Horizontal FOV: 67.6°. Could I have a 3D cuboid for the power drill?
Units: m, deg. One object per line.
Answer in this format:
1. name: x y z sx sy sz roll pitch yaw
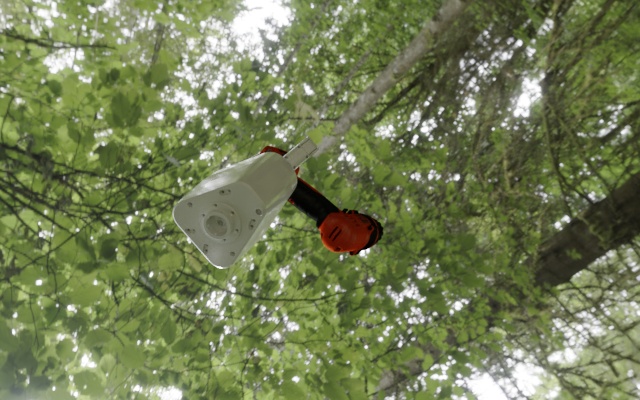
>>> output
1. power drill: 0.000 0.002 0.669 0.187 0.057 0.184 37 9 18
